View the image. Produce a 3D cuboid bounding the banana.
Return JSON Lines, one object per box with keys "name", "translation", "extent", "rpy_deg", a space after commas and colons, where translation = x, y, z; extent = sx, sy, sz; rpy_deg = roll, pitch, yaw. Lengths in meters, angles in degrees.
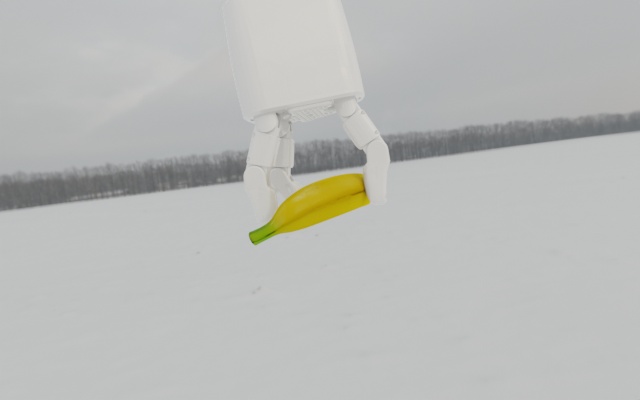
{"name": "banana", "translation": [0.013, -0.003, 0.462], "extent": [0.069, 0.037, 0.198], "rpy_deg": [-19, -1, 33]}
